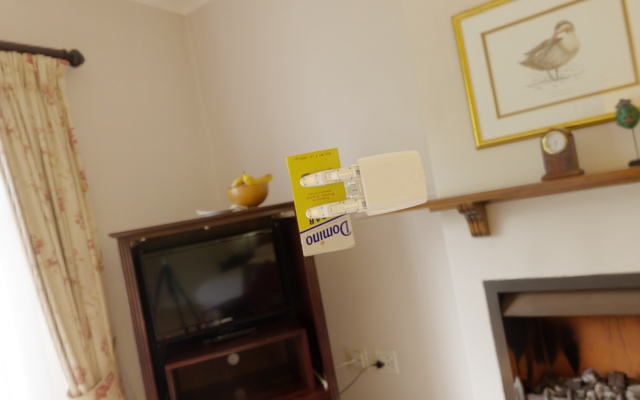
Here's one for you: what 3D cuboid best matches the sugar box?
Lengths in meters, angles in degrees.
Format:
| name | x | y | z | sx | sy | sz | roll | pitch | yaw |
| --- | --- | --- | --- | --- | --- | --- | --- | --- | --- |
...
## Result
| name | x | y | z | sx | sy | sz | roll | pitch | yaw |
| --- | --- | --- | --- | --- | --- | --- | --- | --- | --- |
| sugar box | 0.000 | 0.003 | 0.838 | 0.093 | 0.176 | 0.048 | -11 | 0 | -2 |
